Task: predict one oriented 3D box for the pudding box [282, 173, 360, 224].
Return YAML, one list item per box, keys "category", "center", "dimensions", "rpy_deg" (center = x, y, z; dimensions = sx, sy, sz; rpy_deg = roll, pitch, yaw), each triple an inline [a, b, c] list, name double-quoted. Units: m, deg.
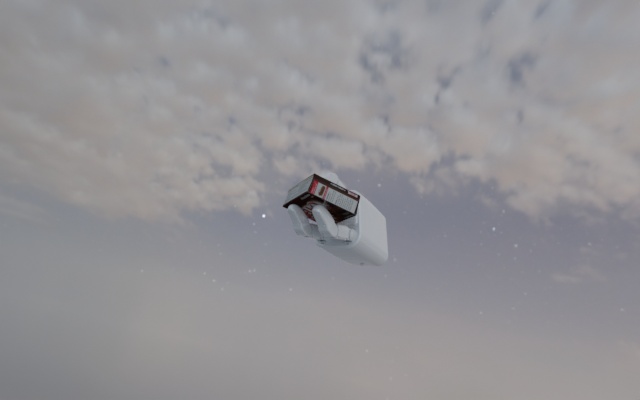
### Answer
- category: "pudding box"
  center: [0.000, 0.002, 0.780]
  dimensions: [0.090, 0.039, 0.113]
  rpy_deg: [24, -24, -18]
